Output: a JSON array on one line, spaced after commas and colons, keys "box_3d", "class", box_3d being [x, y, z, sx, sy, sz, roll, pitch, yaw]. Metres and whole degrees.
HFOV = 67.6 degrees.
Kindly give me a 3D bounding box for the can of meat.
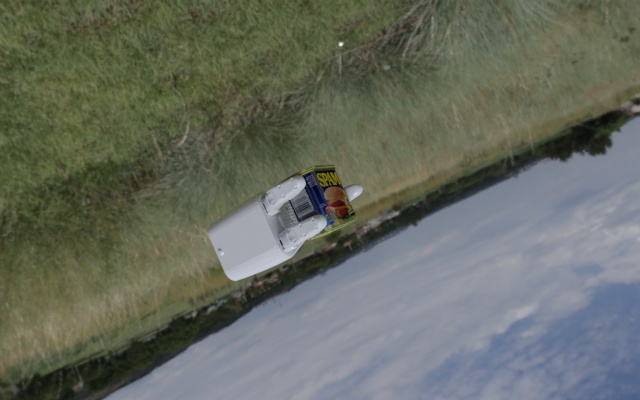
[{"box_3d": [0.000, 0.002, 0.642, 0.057, 0.084, 0.102, -27, -6, 23], "class": "can of meat"}]
